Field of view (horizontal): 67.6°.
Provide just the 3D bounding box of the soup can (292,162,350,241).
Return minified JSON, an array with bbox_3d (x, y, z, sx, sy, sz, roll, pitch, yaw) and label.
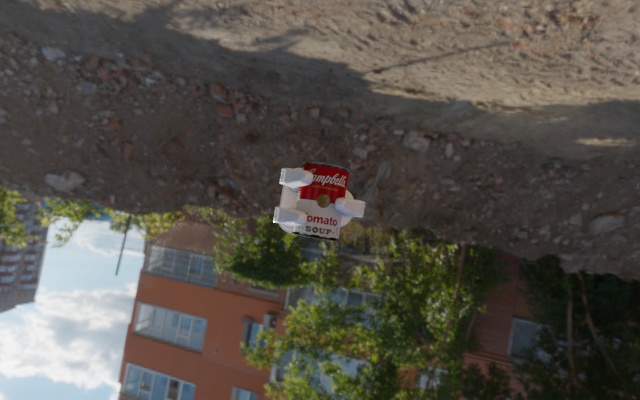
[{"bbox_3d":[0.000,0.002,0.672,0.068,0.102,0.068,10,-4,1],"label":"soup can"}]
